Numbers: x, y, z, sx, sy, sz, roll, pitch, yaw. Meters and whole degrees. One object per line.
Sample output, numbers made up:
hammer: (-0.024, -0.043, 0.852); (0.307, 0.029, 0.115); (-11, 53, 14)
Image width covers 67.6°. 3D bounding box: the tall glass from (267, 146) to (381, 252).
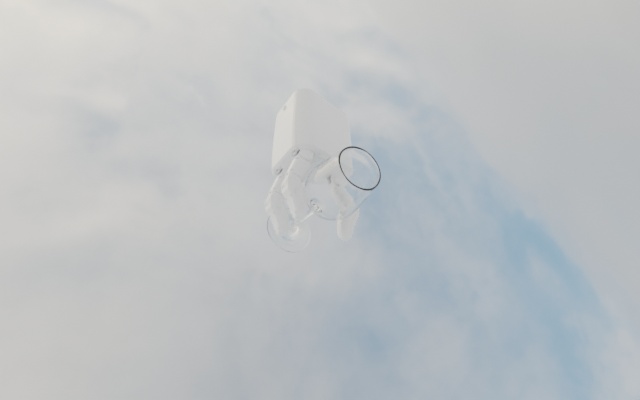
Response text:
tall glass: (0.000, 0.003, 0.659); (0.079, 0.079, 0.201); (0, -25, -33)
